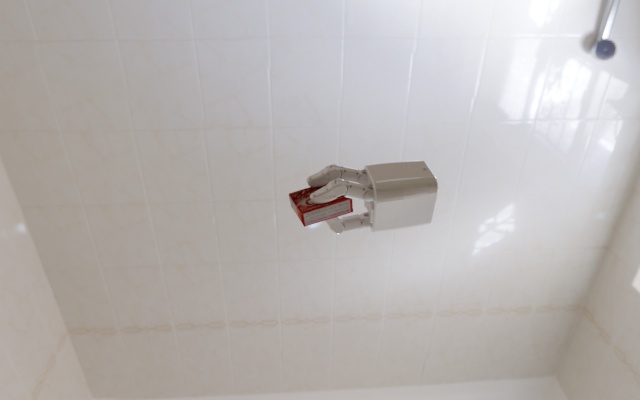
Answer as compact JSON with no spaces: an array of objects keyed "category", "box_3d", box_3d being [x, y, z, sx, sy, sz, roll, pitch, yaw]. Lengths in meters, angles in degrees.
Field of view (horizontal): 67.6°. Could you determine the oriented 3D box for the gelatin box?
[{"category":"gelatin box","box_3d":[0.000,0.003,0.794,0.089,0.030,0.073,-17,32,-13]}]
